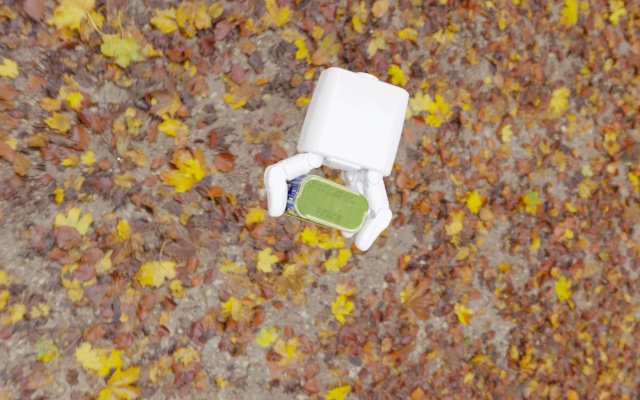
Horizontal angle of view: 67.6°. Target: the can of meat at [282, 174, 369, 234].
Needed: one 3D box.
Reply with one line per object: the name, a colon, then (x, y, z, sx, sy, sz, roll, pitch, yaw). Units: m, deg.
can of meat: (0.000, 0.002, 0.598, 0.102, 0.057, 0.084, 20, -3, -23)
